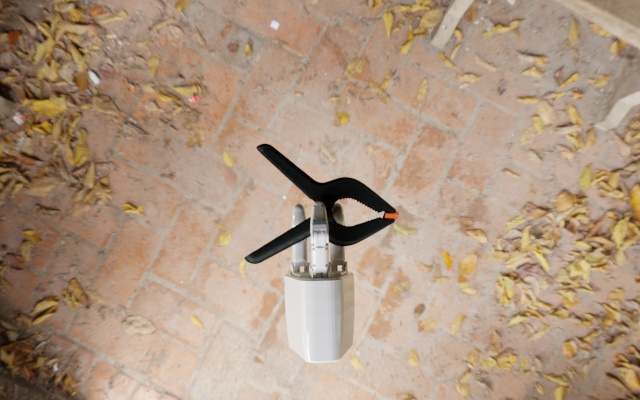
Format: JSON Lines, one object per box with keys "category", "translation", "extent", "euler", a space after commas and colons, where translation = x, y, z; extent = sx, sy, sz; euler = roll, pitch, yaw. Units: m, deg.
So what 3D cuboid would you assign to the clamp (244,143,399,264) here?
{"category": "clamp", "translation": [0.001, 0.002, 0.653], "extent": [0.210, 0.164, 0.036], "euler": [-1, -3, -1]}
